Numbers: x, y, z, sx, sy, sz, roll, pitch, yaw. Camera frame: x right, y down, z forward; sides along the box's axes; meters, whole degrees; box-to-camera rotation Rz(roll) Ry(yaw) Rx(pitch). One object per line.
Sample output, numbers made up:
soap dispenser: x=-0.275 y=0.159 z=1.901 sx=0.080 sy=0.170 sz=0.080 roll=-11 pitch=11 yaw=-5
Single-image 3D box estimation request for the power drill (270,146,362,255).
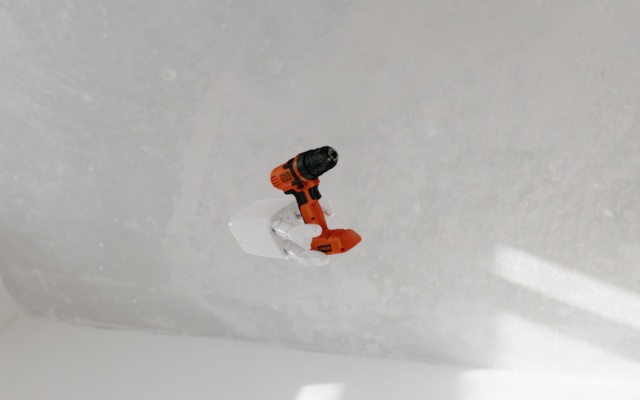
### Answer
power drill: x=0.000 y=0.003 z=0.846 sx=0.057 sy=0.187 sz=0.184 roll=-29 pitch=7 yaw=-34
